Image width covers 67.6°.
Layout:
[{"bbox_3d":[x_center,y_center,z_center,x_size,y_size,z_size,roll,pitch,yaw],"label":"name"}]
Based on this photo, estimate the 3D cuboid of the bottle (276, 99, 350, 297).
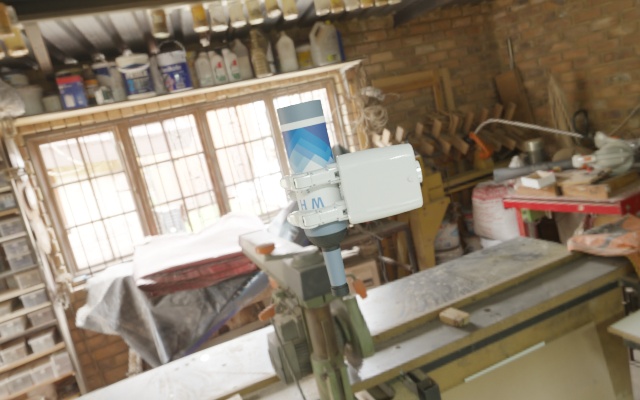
[{"bbox_3d":[0.000,0.002,0.713,0.069,0.296,0.069,-12,10,2],"label":"bottle"}]
